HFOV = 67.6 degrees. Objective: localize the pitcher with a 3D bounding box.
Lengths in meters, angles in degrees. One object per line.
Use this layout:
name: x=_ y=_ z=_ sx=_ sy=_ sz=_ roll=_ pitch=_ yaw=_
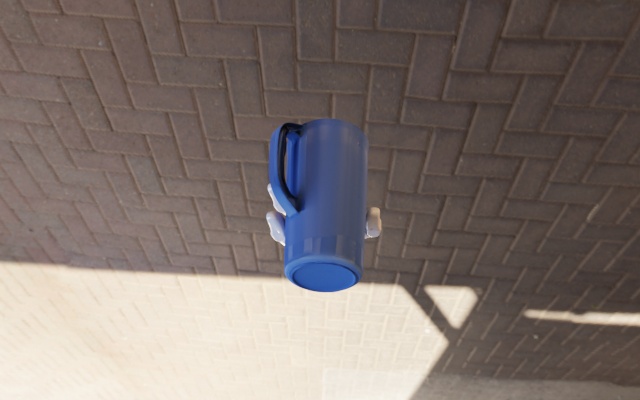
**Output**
pitcher: x=0.000 y=0.002 z=0.706 sx=0.149 sy=0.242 sz=0.145 roll=1 pitch=-35 yaw=2
